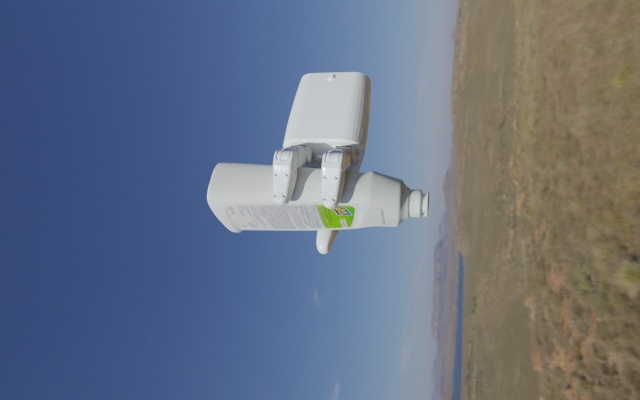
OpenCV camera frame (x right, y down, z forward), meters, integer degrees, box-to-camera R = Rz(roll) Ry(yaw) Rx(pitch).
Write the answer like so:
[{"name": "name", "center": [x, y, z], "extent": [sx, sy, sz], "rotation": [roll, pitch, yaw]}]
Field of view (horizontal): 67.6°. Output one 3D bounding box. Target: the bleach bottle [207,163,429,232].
[{"name": "bleach bottle", "center": [0.000, 0.002, 0.567], "extent": [0.251, 0.068, 0.103], "rotation": [3, -26, 15]}]
